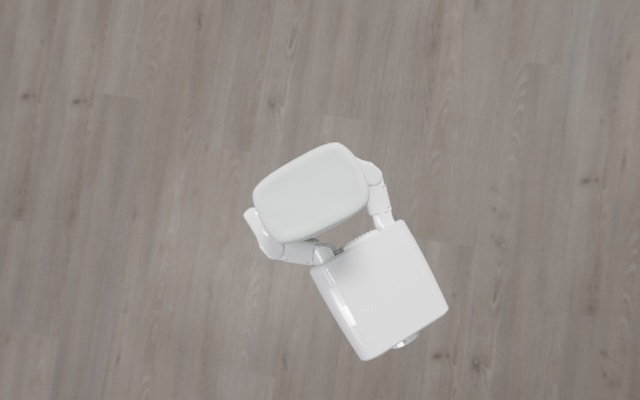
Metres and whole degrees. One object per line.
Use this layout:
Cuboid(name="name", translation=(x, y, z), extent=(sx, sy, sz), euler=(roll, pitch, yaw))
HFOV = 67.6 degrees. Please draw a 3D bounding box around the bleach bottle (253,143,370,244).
Cuboid(name="bleach bottle", translation=(0.000, 0.002, 0.529), extent=(0.102, 0.068, 0.251), euler=(-27, -5, 3))
